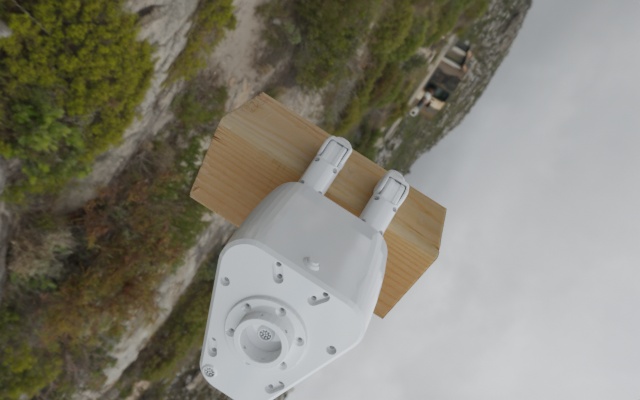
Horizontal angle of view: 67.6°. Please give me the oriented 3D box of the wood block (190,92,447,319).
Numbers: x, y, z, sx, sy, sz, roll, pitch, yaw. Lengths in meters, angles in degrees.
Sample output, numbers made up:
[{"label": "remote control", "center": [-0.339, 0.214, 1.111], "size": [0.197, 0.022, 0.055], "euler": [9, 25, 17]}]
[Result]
[{"label": "wood block", "center": [0.000, 0.002, 0.440], "size": [0.206, 0.091, 0.090], "euler": [33, 32, 1]}]
